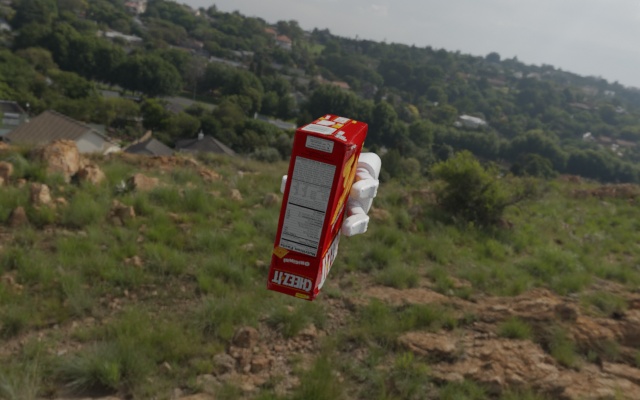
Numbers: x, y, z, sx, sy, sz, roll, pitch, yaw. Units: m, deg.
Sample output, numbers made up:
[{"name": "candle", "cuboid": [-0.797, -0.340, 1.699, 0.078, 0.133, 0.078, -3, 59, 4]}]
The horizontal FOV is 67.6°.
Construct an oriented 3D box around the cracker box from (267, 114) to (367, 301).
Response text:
[{"name": "cracker box", "cuboid": [0.000, 0.002, 0.646, 0.072, 0.214, 0.164, 15, 19, 9]}]
